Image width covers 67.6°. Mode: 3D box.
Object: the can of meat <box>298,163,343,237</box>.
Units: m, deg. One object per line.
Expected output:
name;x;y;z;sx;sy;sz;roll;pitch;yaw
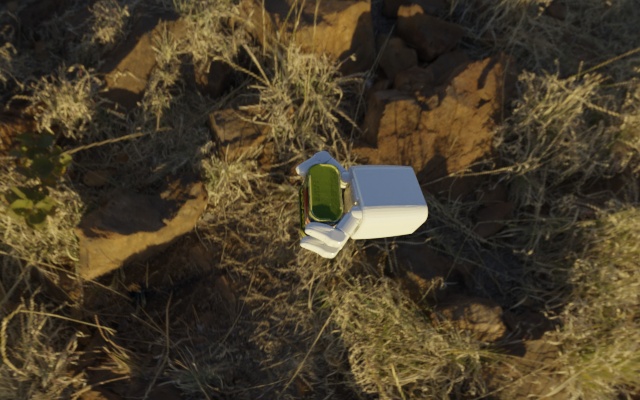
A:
can of meat;0.000;0.002;0.753;0.057;0.102;0.084;1;-23;-11
